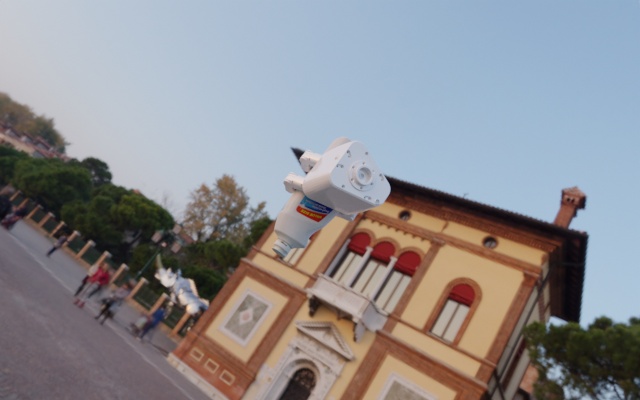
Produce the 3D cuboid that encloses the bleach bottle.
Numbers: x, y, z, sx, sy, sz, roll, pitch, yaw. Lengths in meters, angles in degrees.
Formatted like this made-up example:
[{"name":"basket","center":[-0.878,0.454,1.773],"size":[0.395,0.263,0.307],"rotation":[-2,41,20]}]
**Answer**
[{"name":"bleach bottle","center":[0.000,0.003,0.890],"size":[0.102,0.250,0.068],"rotation":[41,-21,-15]}]
